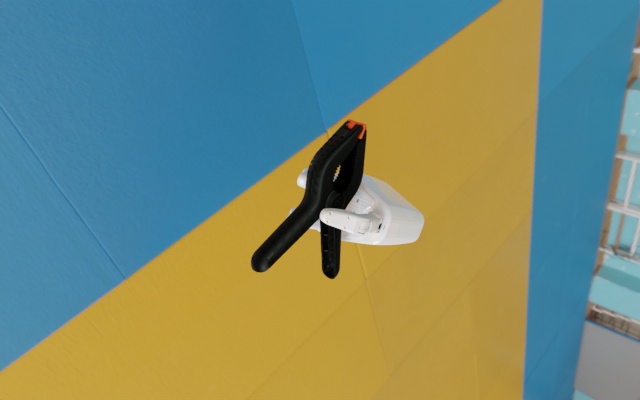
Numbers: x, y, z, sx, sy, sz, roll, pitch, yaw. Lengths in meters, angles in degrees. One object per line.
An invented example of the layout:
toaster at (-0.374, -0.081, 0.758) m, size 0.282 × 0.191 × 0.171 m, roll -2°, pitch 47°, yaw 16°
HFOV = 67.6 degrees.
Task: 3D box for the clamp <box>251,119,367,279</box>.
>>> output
clamp at (0.001, 0.002, 0.575) m, size 0.036 × 0.210 × 0.164 m, roll 24°, pitch 10°, yaw 34°
